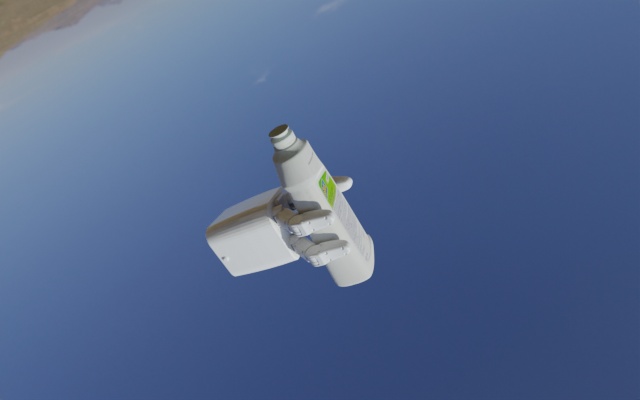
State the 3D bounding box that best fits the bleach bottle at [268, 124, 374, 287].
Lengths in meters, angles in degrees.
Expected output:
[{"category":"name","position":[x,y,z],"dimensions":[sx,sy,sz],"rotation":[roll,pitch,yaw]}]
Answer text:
[{"category":"bleach bottle","position":[0.000,0.002,0.665],"dimensions":[0.068,0.251,0.102],"rotation":[-20,32,15]}]
